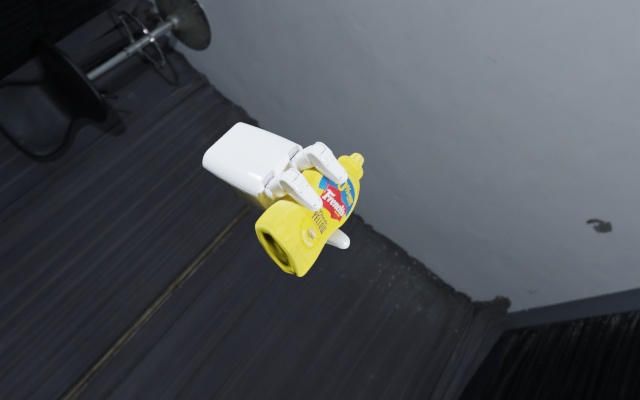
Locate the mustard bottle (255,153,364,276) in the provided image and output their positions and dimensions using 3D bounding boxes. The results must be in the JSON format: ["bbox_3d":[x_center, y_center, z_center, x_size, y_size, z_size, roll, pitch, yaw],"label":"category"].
[{"bbox_3d":[0.000,0.002,0.641,0.058,0.096,0.191,9,49,43],"label":"mustard bottle"}]
